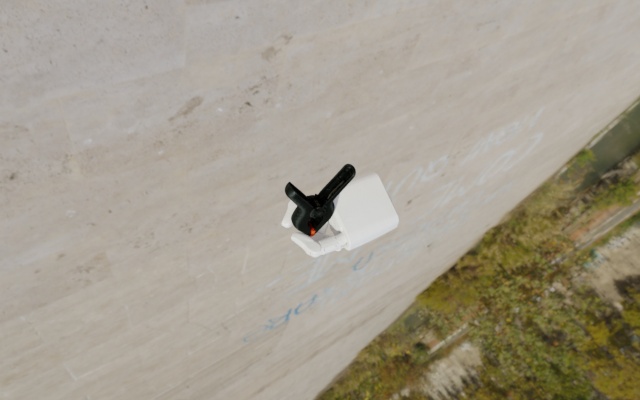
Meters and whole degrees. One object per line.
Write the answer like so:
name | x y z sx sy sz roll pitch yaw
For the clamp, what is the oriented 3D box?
clamp | 0.000 0.003 0.796 0.120 0.039 0.172 -17 -27 -11
